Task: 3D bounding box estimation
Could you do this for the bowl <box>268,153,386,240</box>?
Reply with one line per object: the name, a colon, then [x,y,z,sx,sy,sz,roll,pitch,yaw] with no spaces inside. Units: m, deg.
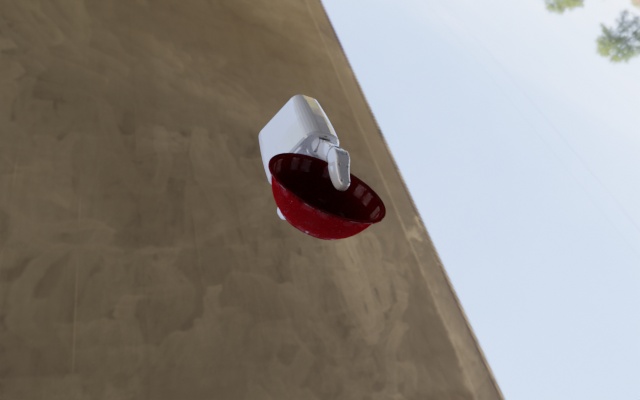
bowl: [0.000,0.003,0.611,0.162,0.055,0.162,21,24,-10]
